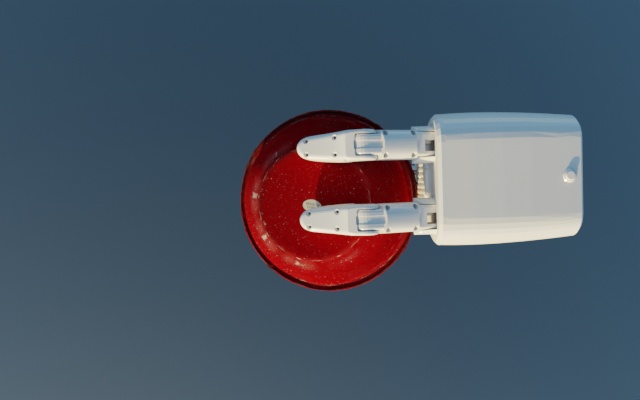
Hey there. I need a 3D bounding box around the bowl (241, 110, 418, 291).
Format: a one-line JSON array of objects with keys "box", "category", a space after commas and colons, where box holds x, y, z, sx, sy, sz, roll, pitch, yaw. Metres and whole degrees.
[{"box": [-0.001, 0.002, 0.401, 0.162, 0.162, 0.055, 0, 2, 12], "category": "bowl"}]
